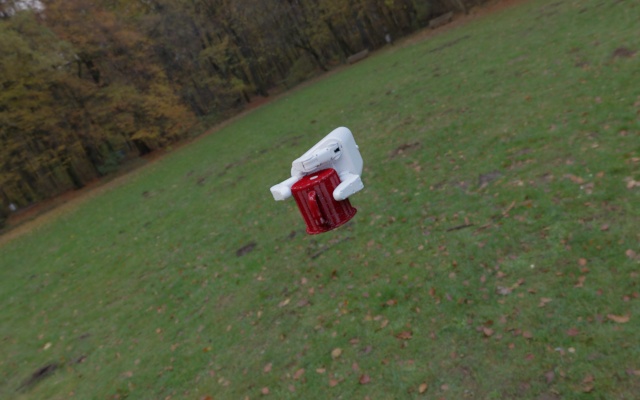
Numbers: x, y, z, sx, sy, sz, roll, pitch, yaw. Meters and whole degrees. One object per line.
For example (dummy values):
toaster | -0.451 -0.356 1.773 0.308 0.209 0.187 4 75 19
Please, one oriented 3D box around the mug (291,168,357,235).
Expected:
mug | 0.000 0.003 0.772 0.093 0.081 0.117 -20 15 16
